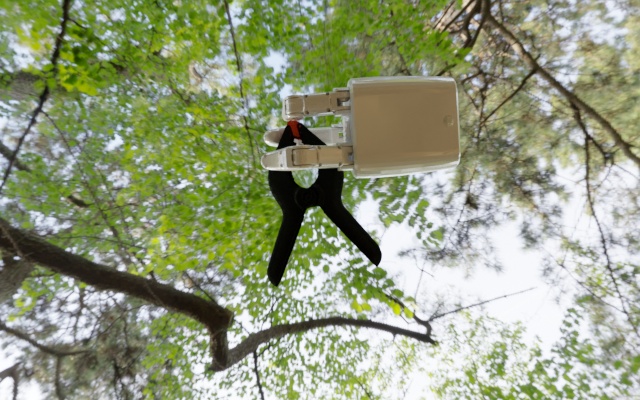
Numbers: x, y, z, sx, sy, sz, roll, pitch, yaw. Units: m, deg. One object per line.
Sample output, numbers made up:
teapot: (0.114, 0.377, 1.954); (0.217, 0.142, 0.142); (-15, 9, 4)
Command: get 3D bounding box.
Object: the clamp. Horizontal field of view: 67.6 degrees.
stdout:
clamp: (0.000, 0.001, 0.497); (0.120, 0.171, 0.039); (-3, 2, -1)
